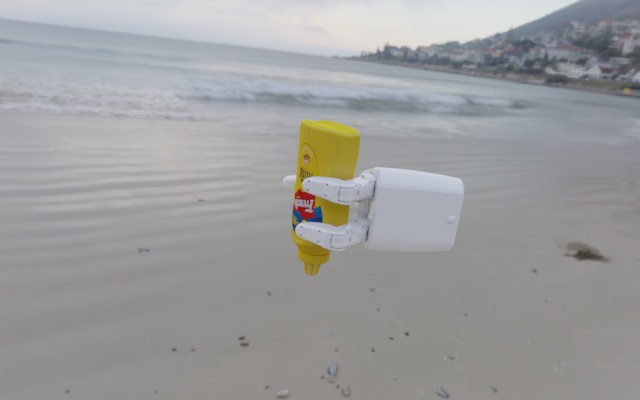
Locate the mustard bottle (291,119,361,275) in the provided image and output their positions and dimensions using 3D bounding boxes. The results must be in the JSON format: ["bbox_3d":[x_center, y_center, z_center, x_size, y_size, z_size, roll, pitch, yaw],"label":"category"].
[{"bbox_3d":[0.000,0.002,0.587,0.058,0.192,0.096,-3,19,-30],"label":"mustard bottle"}]
